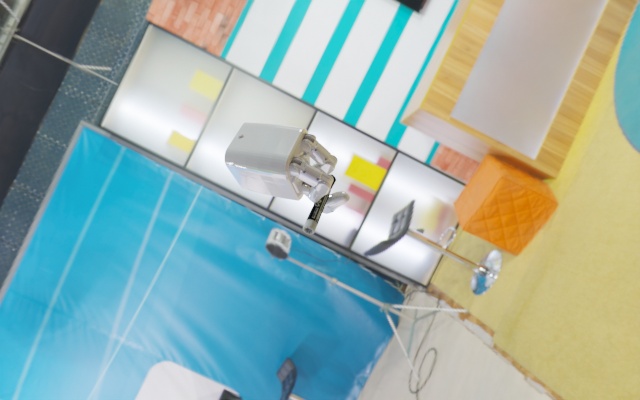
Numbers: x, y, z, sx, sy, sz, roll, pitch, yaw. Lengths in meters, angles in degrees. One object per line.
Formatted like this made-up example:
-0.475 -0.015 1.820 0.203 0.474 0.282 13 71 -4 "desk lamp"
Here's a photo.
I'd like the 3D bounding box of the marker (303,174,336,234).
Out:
0.000 0.002 0.756 0.020 0.121 0.020 13 -40 12 "marker"
